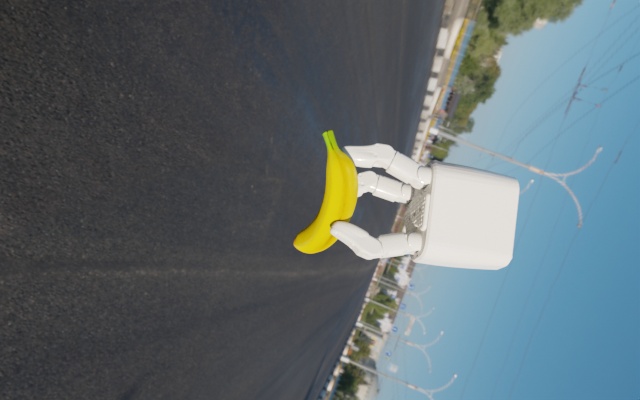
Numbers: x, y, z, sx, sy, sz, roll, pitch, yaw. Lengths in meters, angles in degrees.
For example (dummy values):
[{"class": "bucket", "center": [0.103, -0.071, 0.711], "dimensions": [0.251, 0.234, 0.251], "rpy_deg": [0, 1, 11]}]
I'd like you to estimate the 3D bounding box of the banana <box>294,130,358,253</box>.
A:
[{"class": "banana", "center": [0.007, 0.013, 0.569], "dimensions": [0.037, 0.069, 0.198], "rpy_deg": [-6, -42, -25]}]
